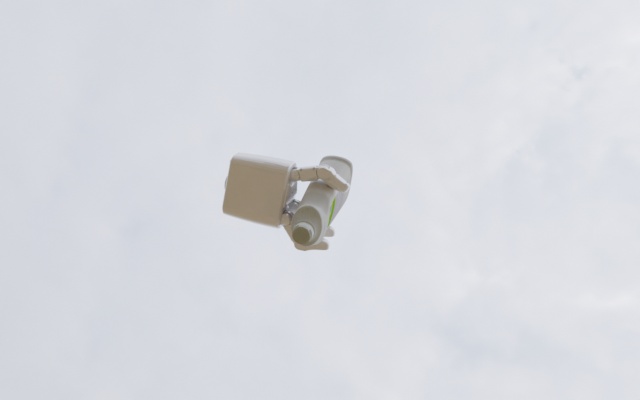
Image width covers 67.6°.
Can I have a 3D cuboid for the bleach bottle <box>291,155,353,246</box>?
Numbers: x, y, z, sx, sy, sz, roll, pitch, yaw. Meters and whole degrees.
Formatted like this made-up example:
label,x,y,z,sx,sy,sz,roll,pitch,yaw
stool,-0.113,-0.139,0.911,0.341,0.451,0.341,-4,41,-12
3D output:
label,x,y,z,sx,sy,sz,roll,pitch,yaw
bleach bottle,0.000,0.003,0.819,0.068,0.103,0.250,11,22,9
